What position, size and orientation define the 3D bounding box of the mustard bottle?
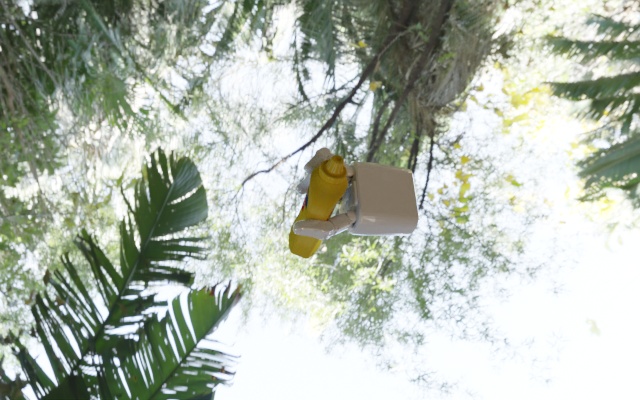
[{"bbox_3d":[0.000,0.003,0.751,0.058,0.096,0.192,22,-44,-1],"label":"mustard bottle"}]
